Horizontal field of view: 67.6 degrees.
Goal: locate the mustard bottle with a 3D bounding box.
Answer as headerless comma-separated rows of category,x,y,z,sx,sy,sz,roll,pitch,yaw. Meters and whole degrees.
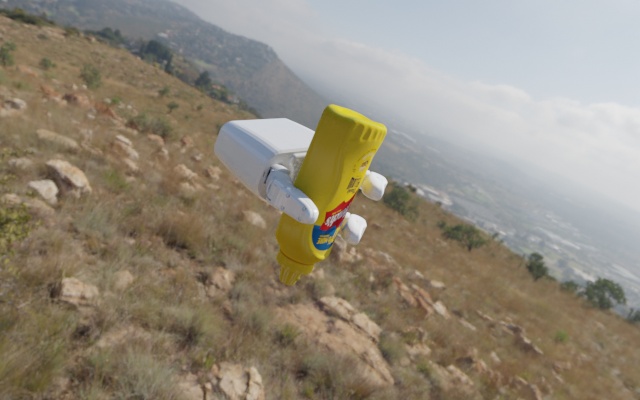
mustard bottle,0.000,0.002,0.488,0.058,0.192,0.096,29,15,18
